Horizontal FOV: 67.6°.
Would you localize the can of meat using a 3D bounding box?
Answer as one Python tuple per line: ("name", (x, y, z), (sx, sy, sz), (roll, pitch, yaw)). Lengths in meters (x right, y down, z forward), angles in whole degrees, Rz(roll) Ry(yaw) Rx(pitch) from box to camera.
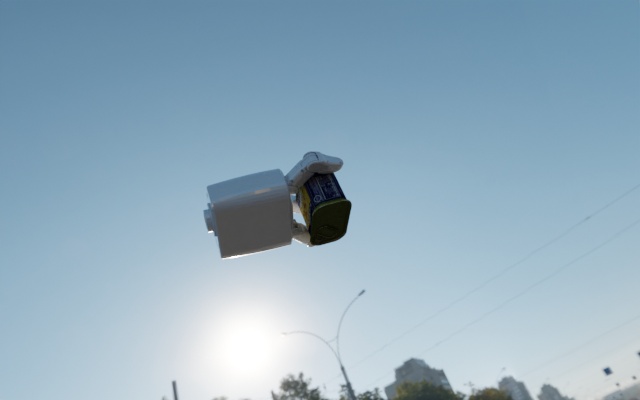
("can of meat", (0.000, 0.002, 0.693), (0.057, 0.084, 0.102), (-14, -34, -14))
